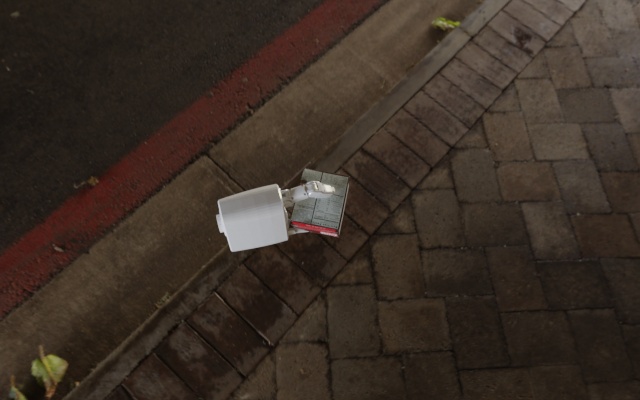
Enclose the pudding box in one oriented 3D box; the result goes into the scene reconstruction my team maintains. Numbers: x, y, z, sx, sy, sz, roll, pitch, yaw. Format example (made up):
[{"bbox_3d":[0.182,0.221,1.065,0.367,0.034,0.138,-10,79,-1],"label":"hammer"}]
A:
[{"bbox_3d":[0.000,0.003,0.861,0.090,0.113,0.039,12,-23,3],"label":"pudding box"}]
